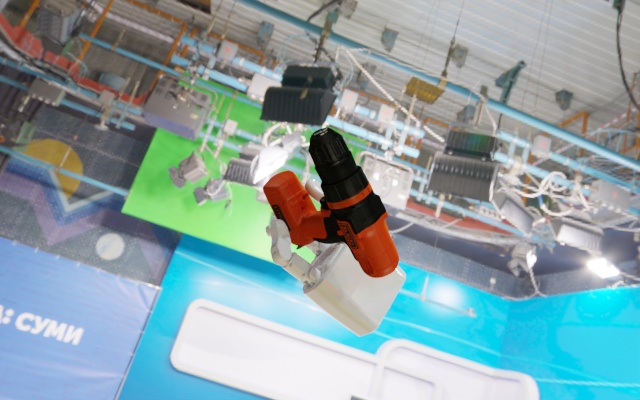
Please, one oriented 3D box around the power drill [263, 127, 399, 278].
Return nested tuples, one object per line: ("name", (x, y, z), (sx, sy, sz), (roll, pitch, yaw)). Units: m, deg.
("power drill", (0.000, 0.002, 0.585), (0.057, 0.184, 0.187), (-33, 19, -25))
